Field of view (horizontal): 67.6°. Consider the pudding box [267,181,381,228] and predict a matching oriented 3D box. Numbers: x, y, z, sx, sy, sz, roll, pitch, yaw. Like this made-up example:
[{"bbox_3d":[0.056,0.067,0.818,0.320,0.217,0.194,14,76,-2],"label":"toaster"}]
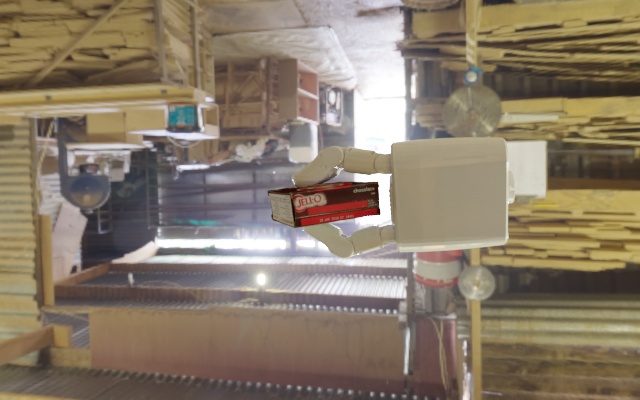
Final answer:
[{"bbox_3d":[0.000,0.002,0.498,0.090,0.039,0.113,-7,2,-17],"label":"pudding box"}]
